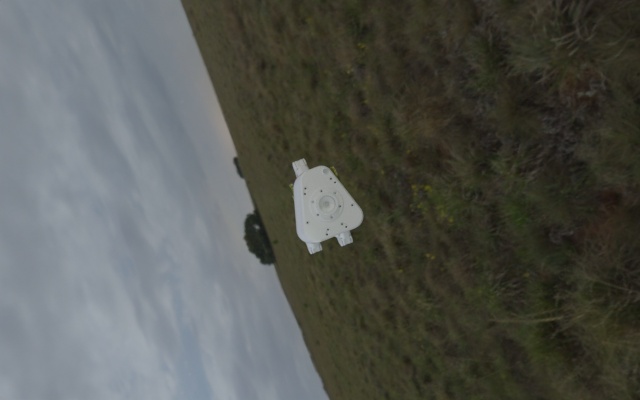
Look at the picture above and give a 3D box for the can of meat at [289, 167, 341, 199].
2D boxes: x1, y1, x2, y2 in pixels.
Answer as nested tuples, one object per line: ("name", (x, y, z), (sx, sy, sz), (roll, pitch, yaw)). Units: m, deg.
("can of meat", (0.000, 0.003, 0.843), (0.084, 0.102, 0.057), (-21, 1, -7))
